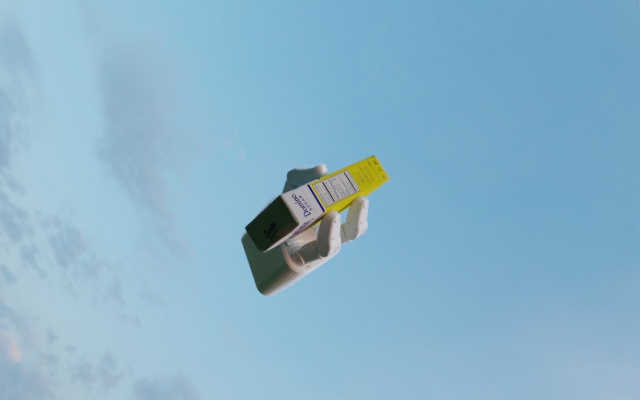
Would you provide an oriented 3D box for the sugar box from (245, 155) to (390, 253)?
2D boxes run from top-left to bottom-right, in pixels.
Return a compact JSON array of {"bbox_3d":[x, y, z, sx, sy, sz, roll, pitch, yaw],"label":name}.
[{"bbox_3d":[0.000,0.002,0.596,0.176,0.048,0.093,-29,-7,-43],"label":"sugar box"}]
